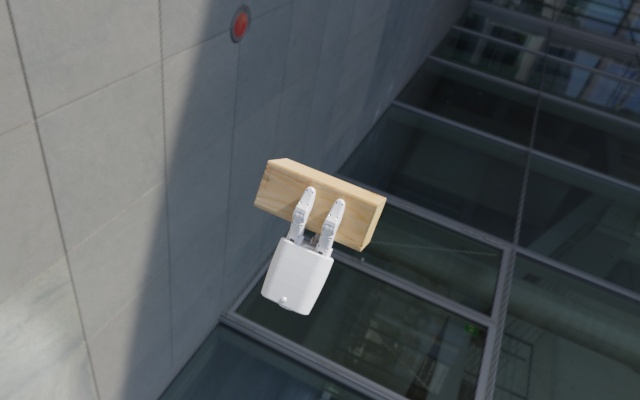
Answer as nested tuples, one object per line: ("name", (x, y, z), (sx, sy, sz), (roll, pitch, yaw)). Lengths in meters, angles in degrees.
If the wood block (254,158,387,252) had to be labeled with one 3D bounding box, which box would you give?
("wood block", (0.000, 0.003, 0.852), (0.206, 0.090, 0.091), (23, 13, 13))
